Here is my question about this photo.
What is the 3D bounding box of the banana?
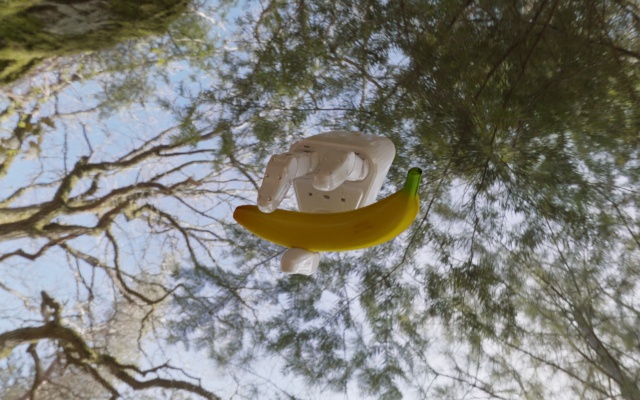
[{"bbox_3d":[0.010,0.017,0.441,0.198,0.070,0.037,-13,20,29],"label":"banana"}]
